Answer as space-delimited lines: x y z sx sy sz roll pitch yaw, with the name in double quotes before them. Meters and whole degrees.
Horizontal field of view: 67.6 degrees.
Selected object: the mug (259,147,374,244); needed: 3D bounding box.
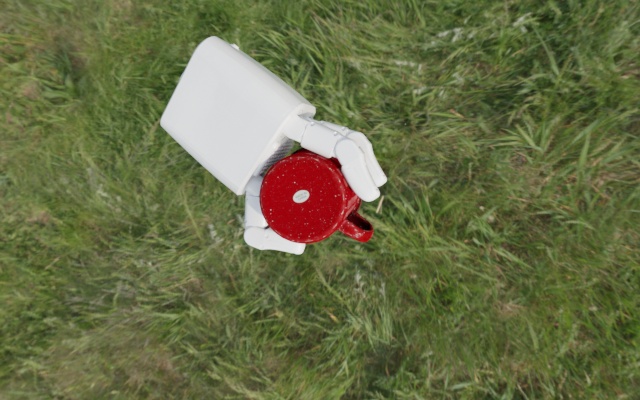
"mug" 0.001 0.002 0.456 0.117 0.093 0.081 39 13 3
